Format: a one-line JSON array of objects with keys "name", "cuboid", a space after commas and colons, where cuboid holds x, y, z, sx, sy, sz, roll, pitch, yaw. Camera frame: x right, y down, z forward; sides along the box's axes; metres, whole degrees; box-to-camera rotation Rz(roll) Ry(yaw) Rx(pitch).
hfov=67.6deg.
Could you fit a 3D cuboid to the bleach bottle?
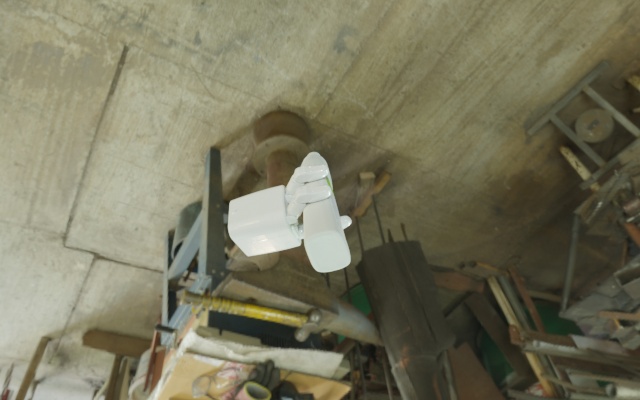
[{"name": "bleach bottle", "cuboid": [0.000, 0.003, 0.874, 0.068, 0.103, 0.250, -14, 42, 6]}]
